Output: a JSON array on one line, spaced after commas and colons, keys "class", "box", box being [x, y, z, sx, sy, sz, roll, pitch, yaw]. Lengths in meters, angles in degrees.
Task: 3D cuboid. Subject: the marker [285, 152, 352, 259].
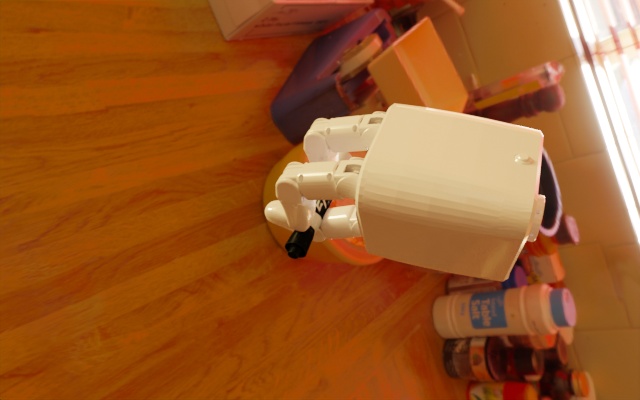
[{"class": "marker", "box": [0.000, 0.001, 0.408, 0.020, 0.020, 0.121, 0, 44, 29]}]
